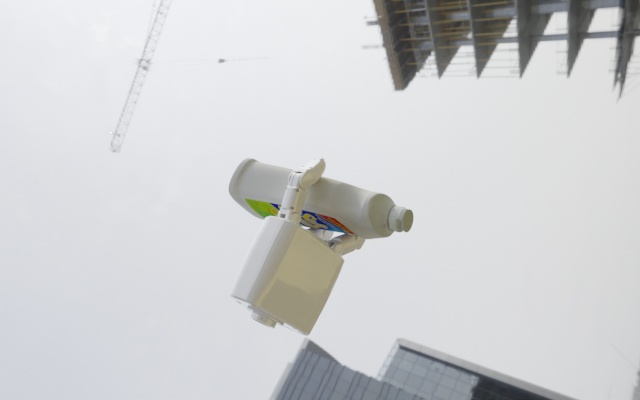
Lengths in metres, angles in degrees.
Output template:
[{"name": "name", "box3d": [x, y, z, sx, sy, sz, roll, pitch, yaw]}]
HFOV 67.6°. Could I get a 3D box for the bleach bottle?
[{"name": "bleach bottle", "box3d": [0.000, 0.002, 0.630, 0.251, 0.068, 0.103, 10, -24, 36]}]
